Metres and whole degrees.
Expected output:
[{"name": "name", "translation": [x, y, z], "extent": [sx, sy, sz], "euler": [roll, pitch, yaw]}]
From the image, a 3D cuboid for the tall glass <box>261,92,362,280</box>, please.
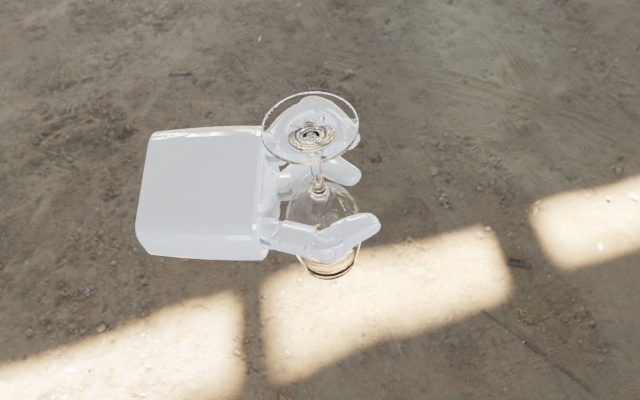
[{"name": "tall glass", "translation": [0.000, 0.001, 0.436], "extent": [0.079, 0.079, 0.201], "euler": [0, -35, 6]}]
